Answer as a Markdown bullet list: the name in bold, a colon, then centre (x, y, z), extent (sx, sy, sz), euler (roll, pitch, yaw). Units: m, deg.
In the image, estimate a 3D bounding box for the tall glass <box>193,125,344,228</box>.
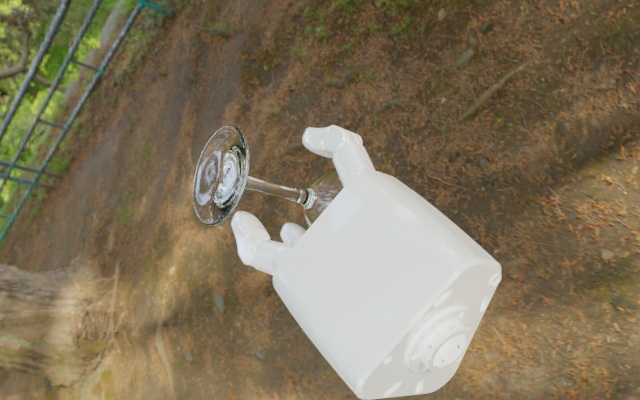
- **tall glass**: centre (0.000, 0.001, 0.407), extent (0.201, 0.079, 0.079), euler (15, -10, -40)
